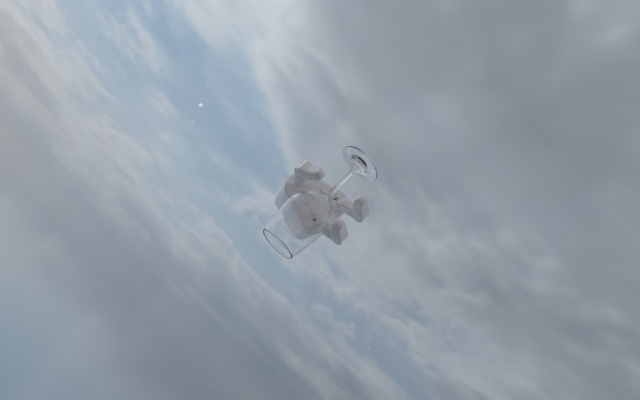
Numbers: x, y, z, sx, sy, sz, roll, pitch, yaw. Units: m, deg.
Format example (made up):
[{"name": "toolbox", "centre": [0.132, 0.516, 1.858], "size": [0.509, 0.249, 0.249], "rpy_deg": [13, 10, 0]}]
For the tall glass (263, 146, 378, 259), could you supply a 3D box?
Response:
[{"name": "tall glass", "centre": [0.001, 0.002, 0.763], "size": [0.201, 0.079, 0.079], "rpy_deg": [-44, 20, -22]}]
